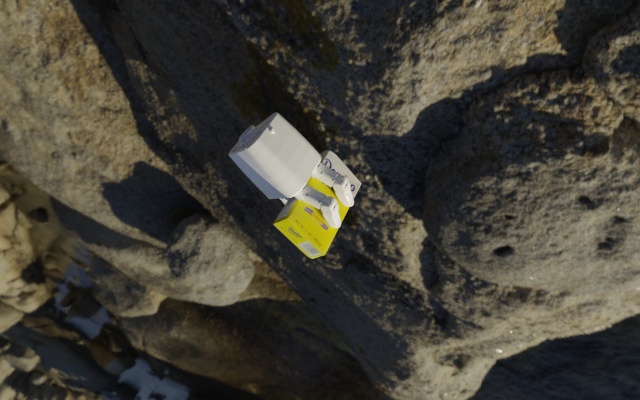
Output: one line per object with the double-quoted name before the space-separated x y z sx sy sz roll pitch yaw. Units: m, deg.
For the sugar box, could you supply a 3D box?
"sugar box" 0.000 0.002 0.813 0.093 0.176 0.048 46 -38 -20
